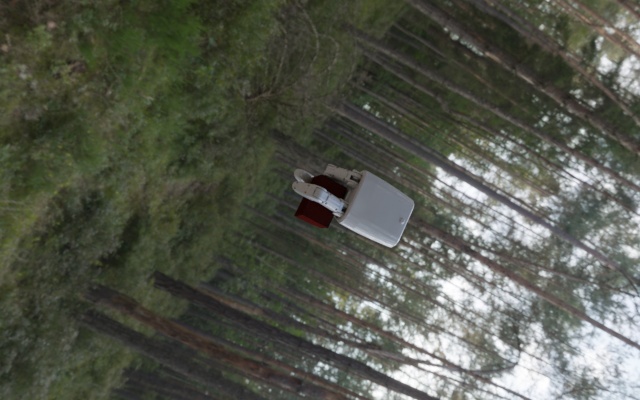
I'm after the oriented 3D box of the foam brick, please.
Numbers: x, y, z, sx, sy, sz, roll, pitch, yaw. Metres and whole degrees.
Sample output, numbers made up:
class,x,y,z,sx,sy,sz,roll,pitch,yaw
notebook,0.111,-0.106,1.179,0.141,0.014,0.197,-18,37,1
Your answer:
class,x,y,z,sx,sy,sz,roll,pitch,yaw
foam brick,0.000,0.003,0.807,0.051,0.078,0.053,29,-10,-14
